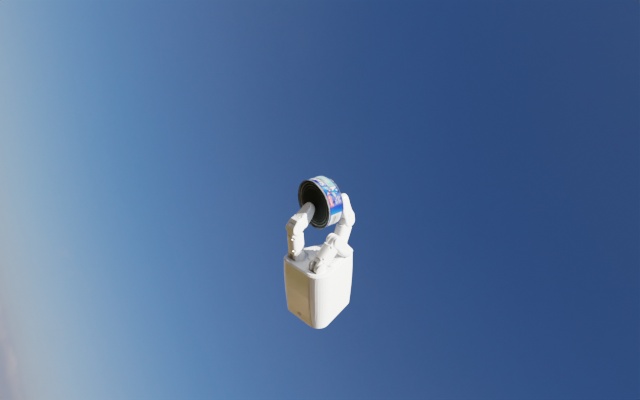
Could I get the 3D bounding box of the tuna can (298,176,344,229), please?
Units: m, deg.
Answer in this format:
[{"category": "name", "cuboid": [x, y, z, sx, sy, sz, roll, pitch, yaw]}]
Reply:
[{"category": "tuna can", "cuboid": [0.001, 0.002, 0.799, 0.033, 0.086, 0.086, -20, 11, -33]}]
